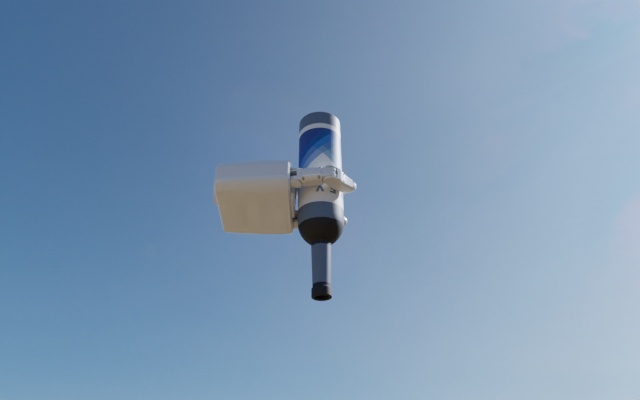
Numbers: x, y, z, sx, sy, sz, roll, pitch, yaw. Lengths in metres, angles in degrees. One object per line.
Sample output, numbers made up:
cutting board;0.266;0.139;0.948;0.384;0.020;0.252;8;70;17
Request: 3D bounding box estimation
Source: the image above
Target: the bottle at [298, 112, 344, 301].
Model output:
bottle;0.000;0.002;0.702;0.069;0.295;0.069;0;-31;0
